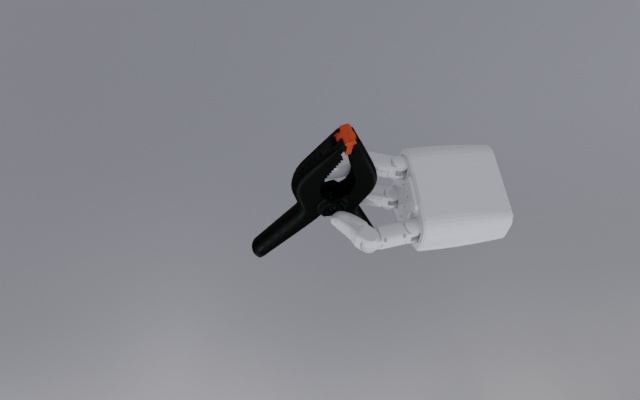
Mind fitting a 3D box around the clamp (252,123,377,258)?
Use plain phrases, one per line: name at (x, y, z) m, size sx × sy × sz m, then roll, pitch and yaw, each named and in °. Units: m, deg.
clamp at (0.001, 0.002, 0.542) m, size 0.164 × 0.036 × 0.210 m, roll -8°, pitch -37°, yaw -10°
